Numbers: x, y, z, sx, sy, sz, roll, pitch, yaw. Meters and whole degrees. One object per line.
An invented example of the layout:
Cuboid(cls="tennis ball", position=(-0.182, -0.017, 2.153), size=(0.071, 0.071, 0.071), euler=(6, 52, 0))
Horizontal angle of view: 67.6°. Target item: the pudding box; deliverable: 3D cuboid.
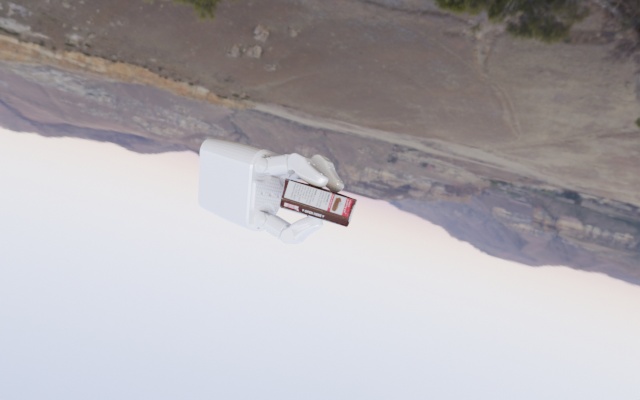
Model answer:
Cuboid(cls="pudding box", position=(0.000, 0.002, 0.614), size=(0.090, 0.039, 0.113), euler=(16, 4, 4))
